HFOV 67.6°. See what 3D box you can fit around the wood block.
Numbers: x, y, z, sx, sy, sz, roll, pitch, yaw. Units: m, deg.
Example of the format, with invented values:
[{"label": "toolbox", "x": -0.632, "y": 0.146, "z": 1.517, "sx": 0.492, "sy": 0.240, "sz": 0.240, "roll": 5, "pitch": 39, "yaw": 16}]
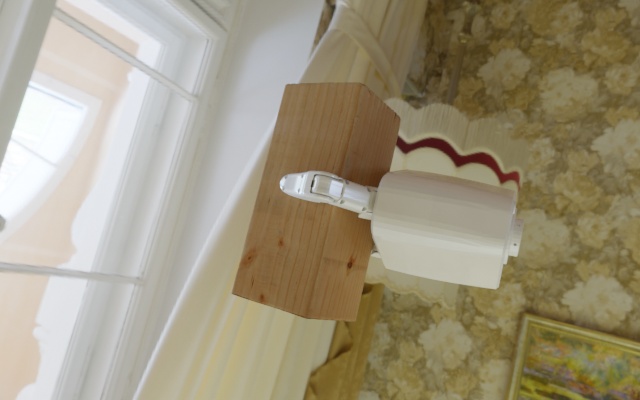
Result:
[{"label": "wood block", "x": 0.000, "y": 0.002, "z": 0.458, "sx": 0.090, "sy": 0.206, "sz": 0.091, "roll": 9, "pitch": -9, "yaw": 35}]
